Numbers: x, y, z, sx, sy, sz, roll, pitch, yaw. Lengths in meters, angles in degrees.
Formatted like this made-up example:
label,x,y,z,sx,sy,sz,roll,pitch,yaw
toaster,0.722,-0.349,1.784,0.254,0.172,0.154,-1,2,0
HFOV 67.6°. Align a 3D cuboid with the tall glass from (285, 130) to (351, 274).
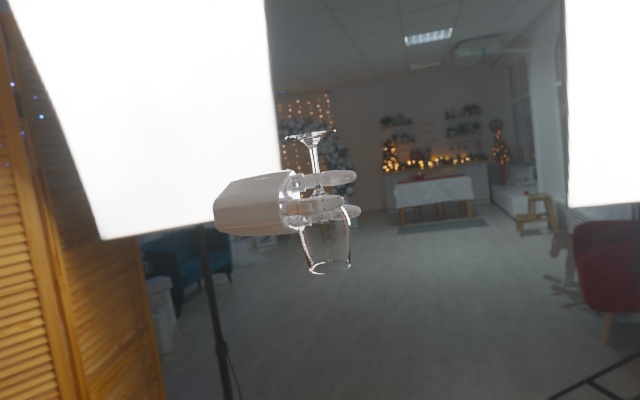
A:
label,x,y,z,sx,sy,sz,roll,pitch,yaw
tall glass,0.000,0.002,0.697,0.079,0.201,0.079,-9,6,1
